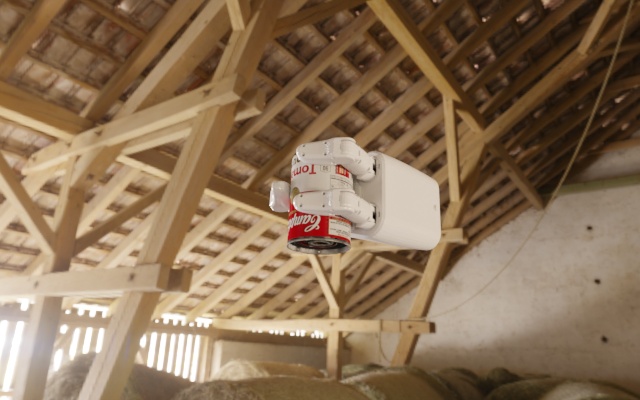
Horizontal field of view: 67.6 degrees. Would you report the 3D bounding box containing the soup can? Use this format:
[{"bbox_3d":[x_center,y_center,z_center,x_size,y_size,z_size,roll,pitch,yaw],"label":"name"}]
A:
[{"bbox_3d":[0.000,0.001,0.516,0.068,0.102,0.068,2,-18,1],"label":"soup can"}]
